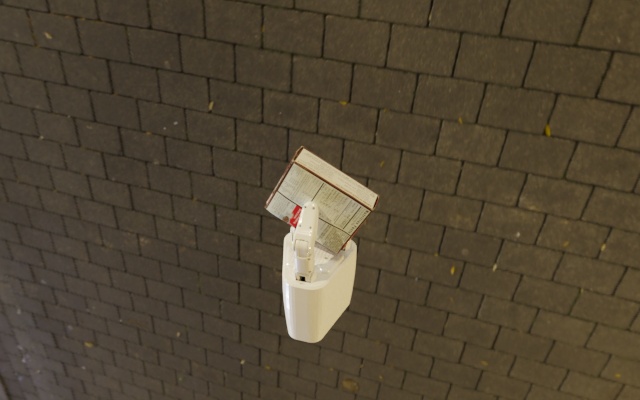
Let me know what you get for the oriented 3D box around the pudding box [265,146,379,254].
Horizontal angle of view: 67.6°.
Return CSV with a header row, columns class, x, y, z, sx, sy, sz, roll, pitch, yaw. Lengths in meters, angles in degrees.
class,x,y,z,sx,sy,sz,roll,pitch,yaw
pudding box,0.000,0.002,0.580,0.113,0.090,0.039,31,37,-5
